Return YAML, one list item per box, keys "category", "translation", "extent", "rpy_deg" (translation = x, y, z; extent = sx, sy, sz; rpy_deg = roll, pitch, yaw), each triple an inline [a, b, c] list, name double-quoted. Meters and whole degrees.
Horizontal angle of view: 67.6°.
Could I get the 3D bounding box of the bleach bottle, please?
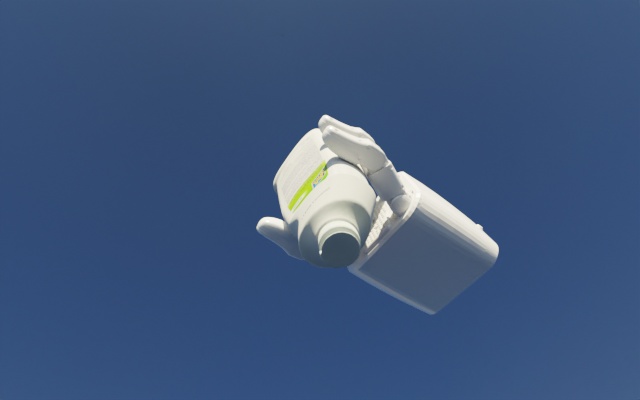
- category: "bleach bottle"
  translation: [0.000, 0.001, 0.458]
  extent: [0.068, 0.102, 0.250]
  rpy_deg: [32, 14, -14]
